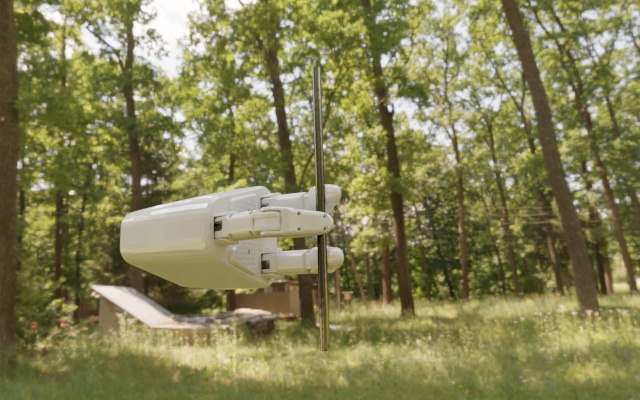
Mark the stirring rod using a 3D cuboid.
[{"bbox_3d":[0.000,0.001,0.401,0.011,0.239,0.011,-2,-10,0],"label":"stirring rod"}]
